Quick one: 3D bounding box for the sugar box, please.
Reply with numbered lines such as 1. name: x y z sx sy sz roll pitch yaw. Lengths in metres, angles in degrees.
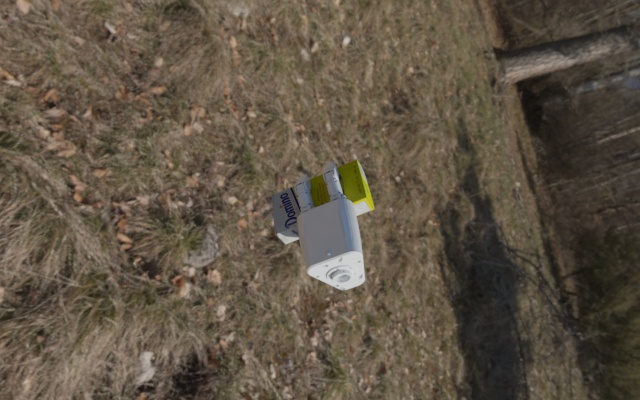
1. sugar box: 0.000 0.003 0.848 0.176 0.093 0.048 -22 -41 13
